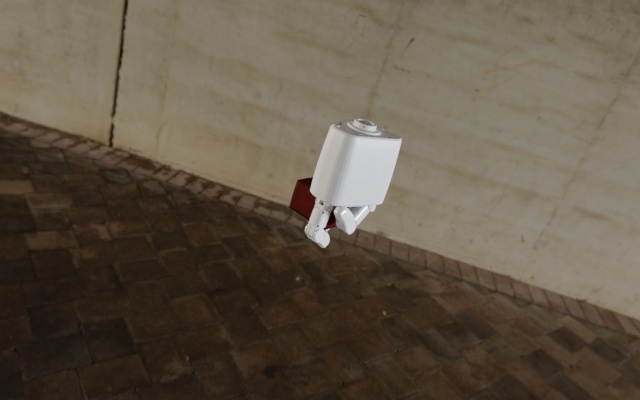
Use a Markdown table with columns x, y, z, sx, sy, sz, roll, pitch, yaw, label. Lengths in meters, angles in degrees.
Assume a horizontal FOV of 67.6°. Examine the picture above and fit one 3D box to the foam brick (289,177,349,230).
| x | y | z | sx | sy | sz | roll | pitch | yaw | label |
| --- | --- | --- | --- | --- | --- | --- | --- | --- | --- |
| 0.000 | 0.002 | 0.746 | 0.078 | 0.051 | 0.053 | 32 | 29 | 32 | foam brick |
